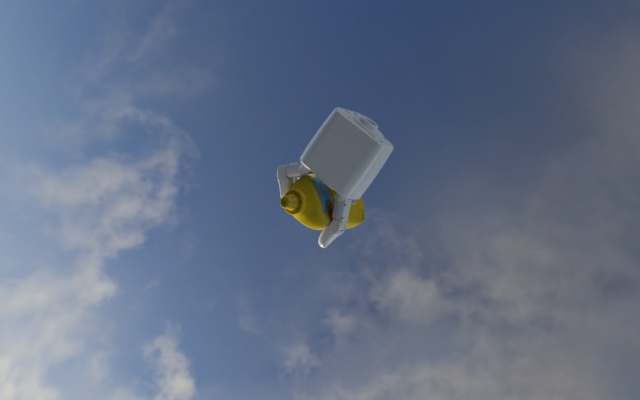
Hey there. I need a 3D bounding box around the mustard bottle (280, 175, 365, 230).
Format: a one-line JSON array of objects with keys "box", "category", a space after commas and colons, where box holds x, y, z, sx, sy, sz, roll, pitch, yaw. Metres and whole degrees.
[{"box": [0.000, 0.003, 0.819, 0.058, 0.096, 0.191, -29, -17, 32], "category": "mustard bottle"}]
